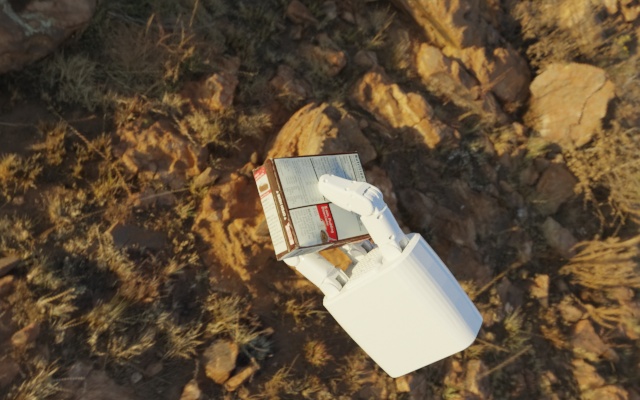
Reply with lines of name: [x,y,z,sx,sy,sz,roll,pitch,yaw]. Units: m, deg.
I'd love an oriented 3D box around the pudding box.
pudding box: [0.000,0.002,0.463,0.113,0.090,0.039,-7,-15,-40]
